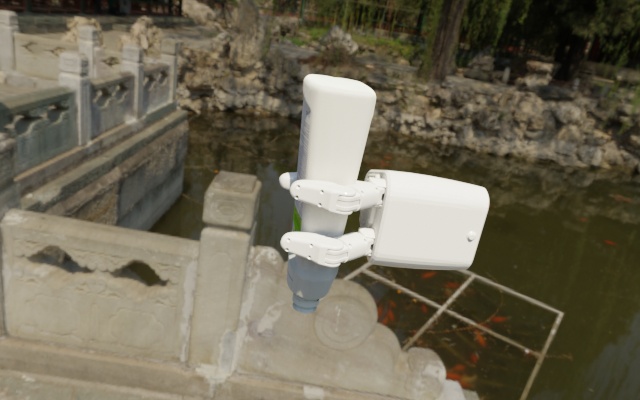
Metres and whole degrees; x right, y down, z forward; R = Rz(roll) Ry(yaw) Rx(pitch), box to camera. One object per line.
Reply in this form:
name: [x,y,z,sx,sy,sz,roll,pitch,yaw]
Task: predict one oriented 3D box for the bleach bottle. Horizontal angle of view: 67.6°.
bleach bottle: [0.000,0.002,0.507,0.068,0.251,0.102,6,21,-9]
